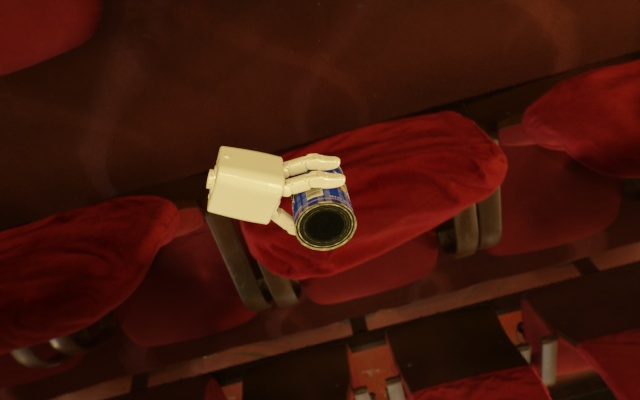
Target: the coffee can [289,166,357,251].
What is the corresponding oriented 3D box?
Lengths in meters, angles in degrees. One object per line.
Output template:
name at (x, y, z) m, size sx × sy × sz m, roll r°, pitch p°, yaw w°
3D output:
coffee can at (0.000, 0.003, 0.830) m, size 0.103 × 0.103 × 0.140 m, roll 0°, pitch 36°, yaw -9°
